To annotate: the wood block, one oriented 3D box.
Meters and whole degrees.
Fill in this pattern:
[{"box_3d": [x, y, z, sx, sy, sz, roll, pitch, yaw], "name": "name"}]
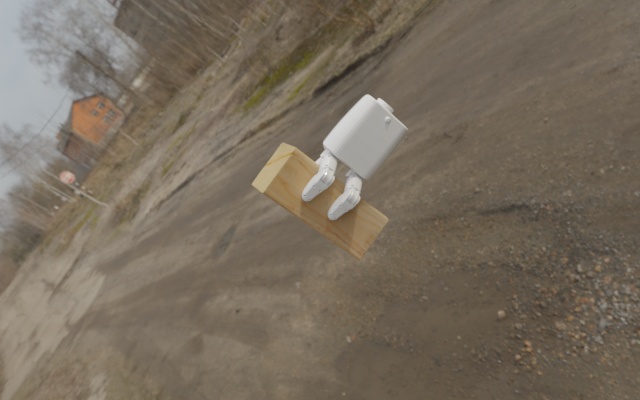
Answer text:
[{"box_3d": [0.000, 0.002, 0.802, 0.206, 0.090, 0.091, 37, -2, -22], "name": "wood block"}]
